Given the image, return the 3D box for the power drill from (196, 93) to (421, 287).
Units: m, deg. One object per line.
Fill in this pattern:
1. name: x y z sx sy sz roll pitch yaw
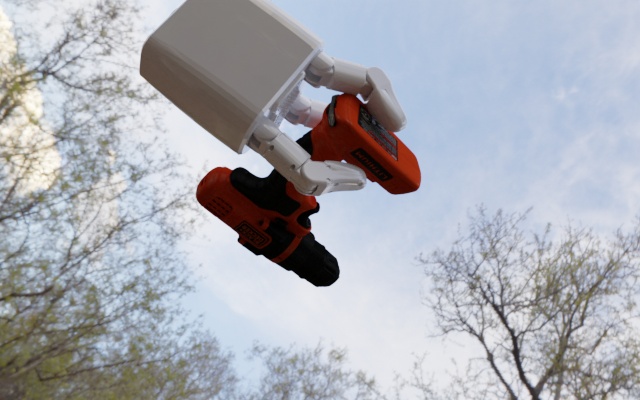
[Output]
1. power drill: 0.000 0.001 0.460 0.188 0.057 0.184 -35 -60 29
